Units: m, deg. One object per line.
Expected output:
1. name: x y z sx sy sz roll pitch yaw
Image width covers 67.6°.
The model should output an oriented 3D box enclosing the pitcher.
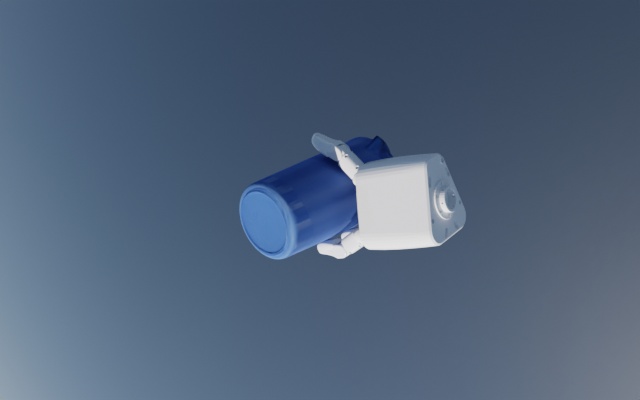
1. pitcher: 0.000 0.002 0.711 0.145 0.149 0.242 -3 15 44
